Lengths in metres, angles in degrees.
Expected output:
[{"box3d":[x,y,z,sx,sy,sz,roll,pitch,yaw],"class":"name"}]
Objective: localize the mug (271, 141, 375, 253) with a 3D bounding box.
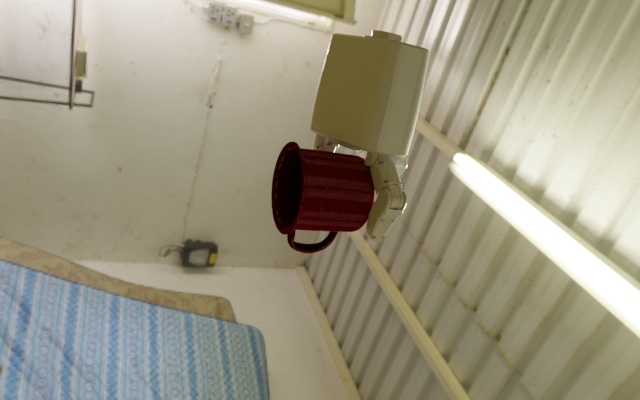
[{"box3d":[0.000,0.003,0.495,0.081,0.117,0.093,4,18,-24],"class":"mug"}]
